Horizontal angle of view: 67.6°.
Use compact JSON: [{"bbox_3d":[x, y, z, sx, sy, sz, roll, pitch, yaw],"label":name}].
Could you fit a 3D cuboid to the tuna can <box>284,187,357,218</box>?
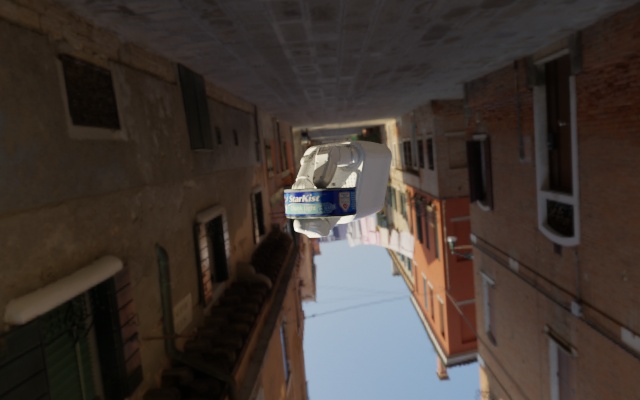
[{"bbox_3d":[0.000,0.002,0.565,0.086,0.034,0.086,-2,1,0],"label":"tuna can"}]
